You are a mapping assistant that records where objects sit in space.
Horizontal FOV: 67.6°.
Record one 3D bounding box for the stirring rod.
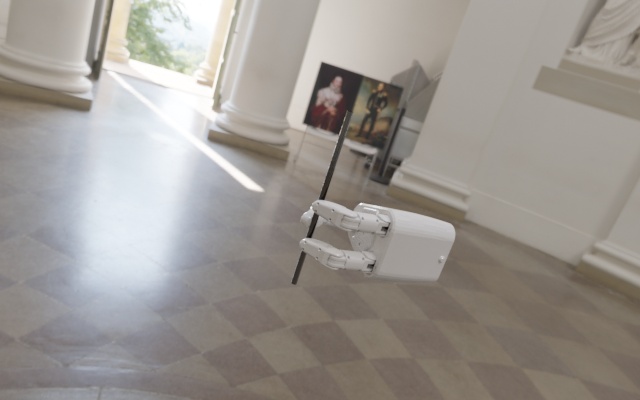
[{"bbox_3d":[0.000,0.002,0.611,0.011,0.239,0.011,17,16,-5],"label":"stirring rod"}]
